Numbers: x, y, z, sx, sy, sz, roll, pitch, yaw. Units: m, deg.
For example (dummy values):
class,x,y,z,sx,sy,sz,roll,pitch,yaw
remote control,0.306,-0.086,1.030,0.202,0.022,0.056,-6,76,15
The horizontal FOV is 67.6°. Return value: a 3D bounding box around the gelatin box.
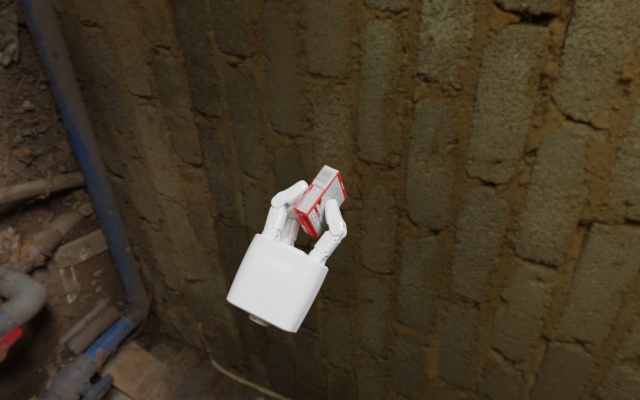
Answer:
class,x,y,z,sx,sy,sz,roll,pitch,yaw
gelatin box,0.001,0.002,0.727,0.030,0.089,0.073,26,-21,26
